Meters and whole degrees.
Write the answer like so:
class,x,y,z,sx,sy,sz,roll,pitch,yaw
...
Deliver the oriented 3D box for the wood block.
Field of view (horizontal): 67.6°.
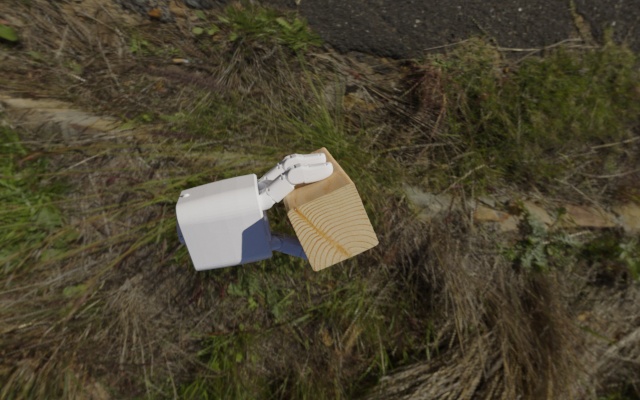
class,x,y,z,sx,sy,sz,roll,pitch,yaw
wood block,0.000,0.003,0.671,0.090,0.091,0.206,-24,21,-1
